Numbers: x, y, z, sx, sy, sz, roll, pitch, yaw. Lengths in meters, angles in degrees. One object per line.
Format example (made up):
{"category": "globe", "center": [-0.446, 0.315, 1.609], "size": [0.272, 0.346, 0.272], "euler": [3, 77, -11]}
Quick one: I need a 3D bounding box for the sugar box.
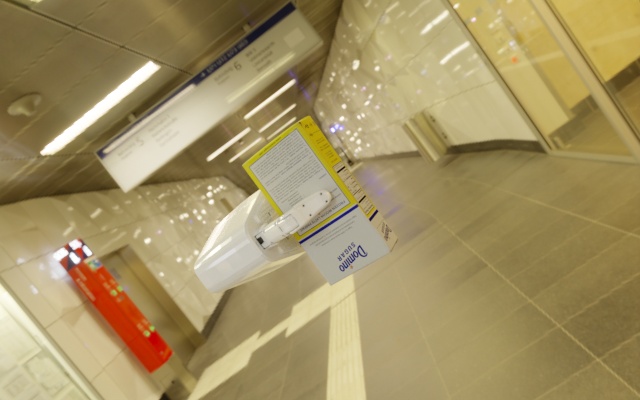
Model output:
{"category": "sugar box", "center": [0.000, 0.002, 0.550], "size": [0.093, 0.176, 0.048], "euler": [-34, 6, 28]}
